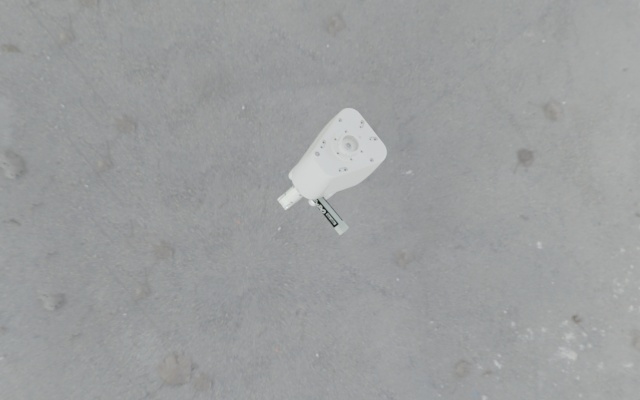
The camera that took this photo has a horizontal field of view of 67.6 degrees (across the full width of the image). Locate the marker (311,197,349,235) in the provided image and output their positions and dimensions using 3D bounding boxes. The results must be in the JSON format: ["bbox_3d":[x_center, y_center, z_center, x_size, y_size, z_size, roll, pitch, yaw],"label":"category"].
[{"bbox_3d":[0.000,0.003,0.760,0.020,0.121,0.020,-39,-1,0],"label":"marker"}]
